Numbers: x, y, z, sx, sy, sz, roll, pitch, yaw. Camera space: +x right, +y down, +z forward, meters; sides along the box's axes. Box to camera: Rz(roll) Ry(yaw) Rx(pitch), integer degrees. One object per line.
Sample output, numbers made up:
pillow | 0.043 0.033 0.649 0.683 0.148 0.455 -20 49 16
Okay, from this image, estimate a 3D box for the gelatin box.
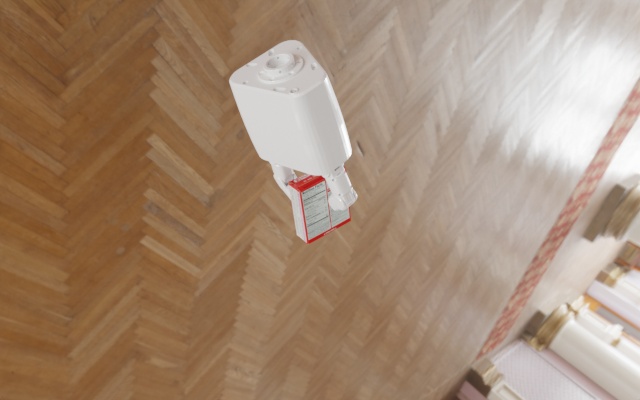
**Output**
gelatin box | 0.000 0.002 0.615 0.073 0.089 0.030 -28 40 -26
